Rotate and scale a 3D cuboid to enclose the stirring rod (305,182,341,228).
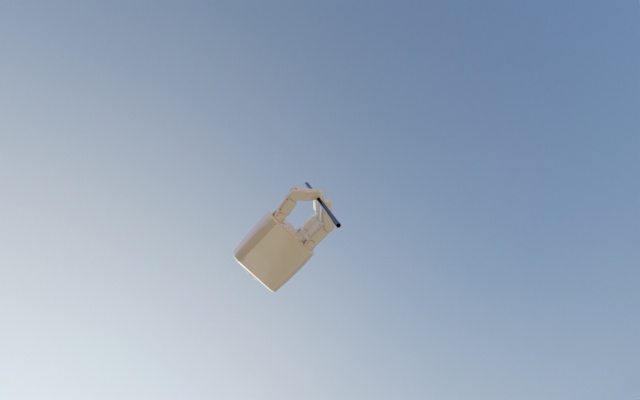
[{"bbox_3d":[0.000,0.003,0.869,0.011,0.011,0.239,0,18,-15],"label":"stirring rod"}]
